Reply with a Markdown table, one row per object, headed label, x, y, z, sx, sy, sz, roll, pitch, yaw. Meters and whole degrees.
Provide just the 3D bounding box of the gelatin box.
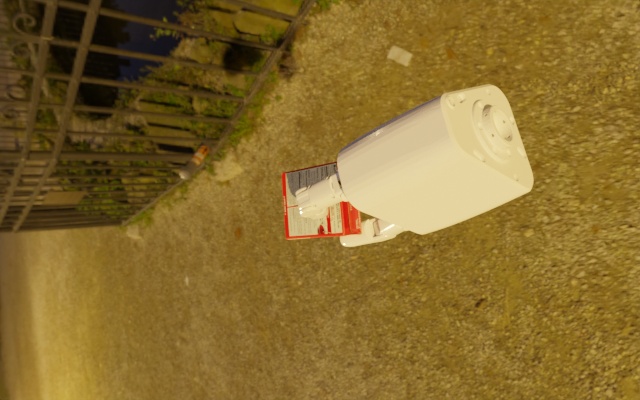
| label | x | y | z | sx | sy | sz | roll | pitch | yaw |
| --- | --- | --- | --- | --- | --- | --- | --- | --- | --- |
| gelatin box | 0.000 | 0.002 | 0.496 | 0.089 | 0.073 | 0.030 | -8 | -5 | 44 |
